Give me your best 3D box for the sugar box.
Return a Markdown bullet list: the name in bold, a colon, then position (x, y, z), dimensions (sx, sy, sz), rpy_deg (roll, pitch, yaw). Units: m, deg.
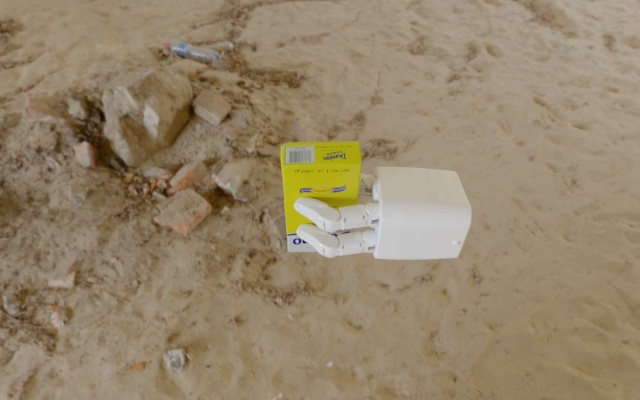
- **sugar box**: position (0.000, 0.002, 0.609), dimensions (0.093, 0.048, 0.176), rpy_deg (-1, -42, -1)
